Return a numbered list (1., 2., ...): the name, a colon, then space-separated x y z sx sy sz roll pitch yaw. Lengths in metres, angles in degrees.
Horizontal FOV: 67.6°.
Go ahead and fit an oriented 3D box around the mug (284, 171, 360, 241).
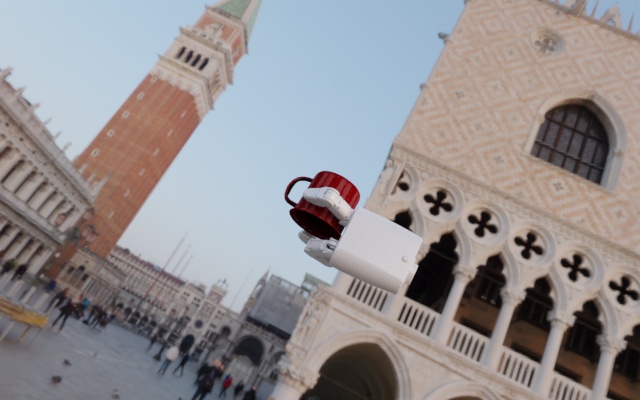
1. mug: -0.001 0.002 0.752 0.117 0.081 0.093 27 -22 9
